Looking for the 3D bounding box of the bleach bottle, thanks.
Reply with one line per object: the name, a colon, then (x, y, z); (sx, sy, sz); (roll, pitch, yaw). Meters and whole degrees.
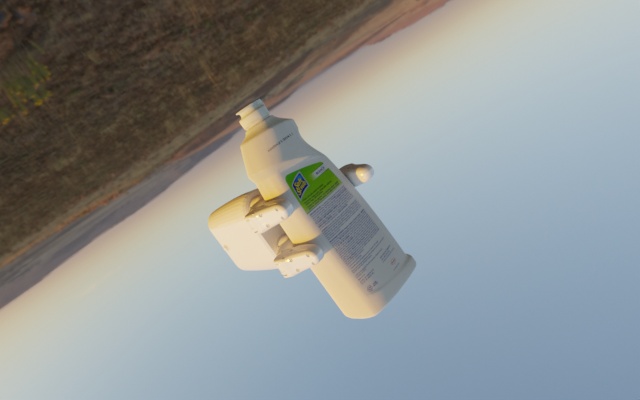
bleach bottle: (0.000, 0.002, 0.513); (0.102, 0.251, 0.068); (-43, 15, -35)
